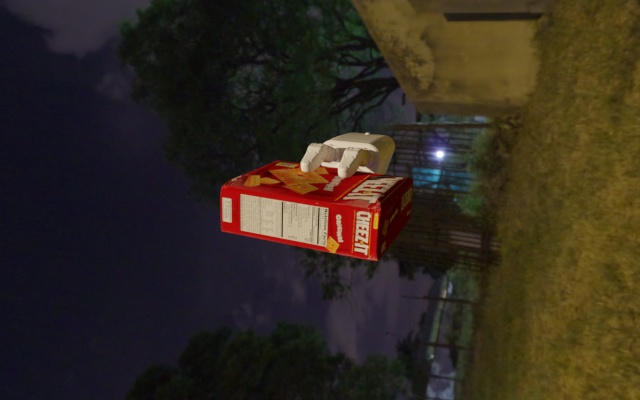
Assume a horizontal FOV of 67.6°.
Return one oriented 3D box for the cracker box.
[{"bbox_3d":[0.000,0.002,0.639,0.213,0.072,0.164,8,19,21],"label":"cracker box"}]
